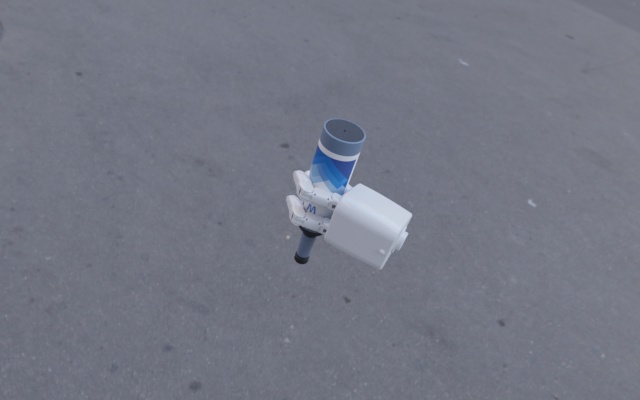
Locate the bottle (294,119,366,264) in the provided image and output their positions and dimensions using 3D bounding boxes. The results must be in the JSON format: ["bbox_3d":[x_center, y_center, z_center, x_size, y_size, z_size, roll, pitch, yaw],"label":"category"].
[{"bbox_3d":[0.000,0.002,0.816,0.069,0.296,0.069,11,39,-9],"label":"bottle"}]
